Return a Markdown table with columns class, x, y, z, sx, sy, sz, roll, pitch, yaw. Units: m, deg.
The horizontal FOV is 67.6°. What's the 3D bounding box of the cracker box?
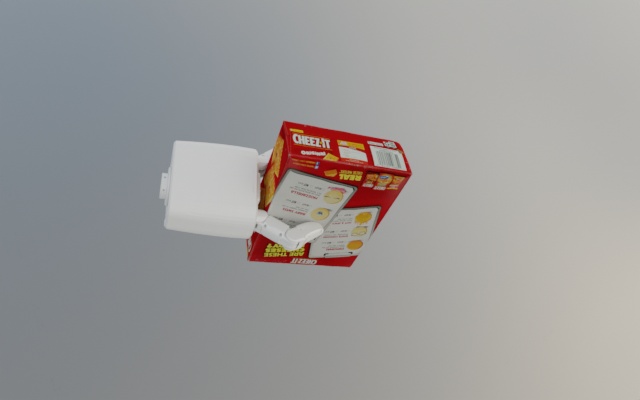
| class | x | y | z | sx | sy | sz | roll | pitch | yaw |
| --- | --- | --- | --- | --- | --- | --- | --- | --- | --- |
| cracker box | 0.000 | 0.002 | 0.653 | 0.164 | 0.072 | 0.214 | 7 | -42 | -20 |
